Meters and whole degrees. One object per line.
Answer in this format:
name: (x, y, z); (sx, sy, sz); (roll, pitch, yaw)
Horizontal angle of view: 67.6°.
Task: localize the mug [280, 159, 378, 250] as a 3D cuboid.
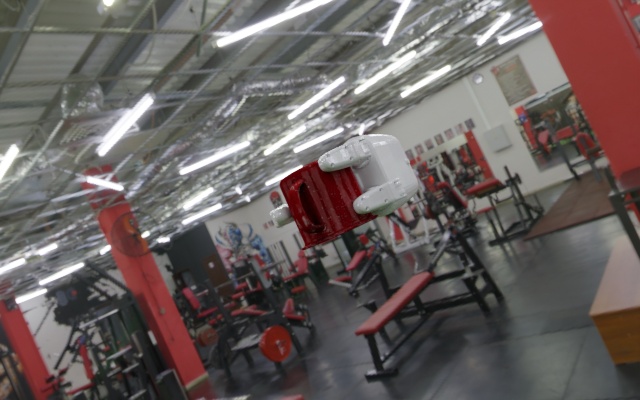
mug: (-0.001, 0.002, 0.520); (0.093, 0.081, 0.117); (-26, -3, 29)
